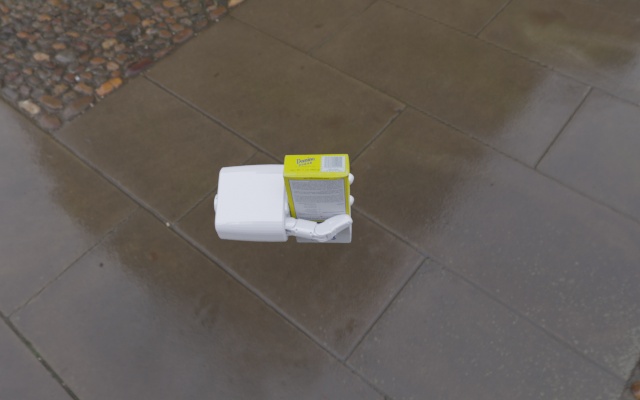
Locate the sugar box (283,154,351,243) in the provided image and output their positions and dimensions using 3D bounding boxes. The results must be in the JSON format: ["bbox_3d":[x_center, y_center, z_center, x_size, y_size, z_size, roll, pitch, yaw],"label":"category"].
[{"bbox_3d":[0.000,0.002,0.735,0.093,0.048,0.176,0,-34,5],"label":"sugar box"}]
